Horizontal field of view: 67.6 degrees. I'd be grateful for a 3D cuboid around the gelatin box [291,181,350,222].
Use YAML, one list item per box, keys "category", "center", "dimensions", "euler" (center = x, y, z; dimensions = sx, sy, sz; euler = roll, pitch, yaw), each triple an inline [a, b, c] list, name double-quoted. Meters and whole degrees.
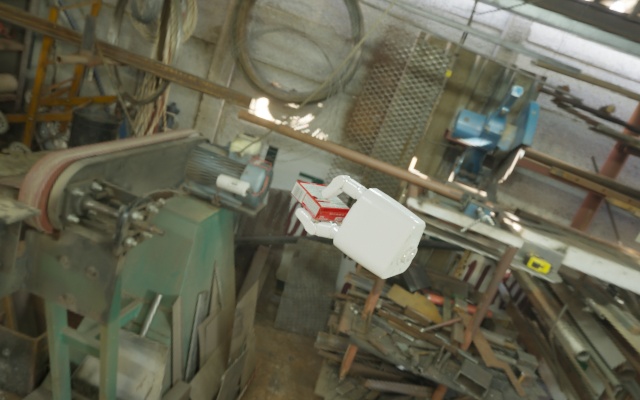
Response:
- category: "gelatin box"
  center: [0.000, 0.002, 0.860]
  dimensions: [0.073, 0.030, 0.089]
  euler: [6, 30, -42]
